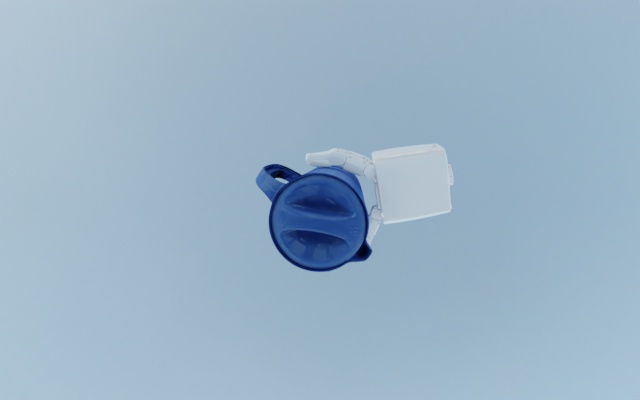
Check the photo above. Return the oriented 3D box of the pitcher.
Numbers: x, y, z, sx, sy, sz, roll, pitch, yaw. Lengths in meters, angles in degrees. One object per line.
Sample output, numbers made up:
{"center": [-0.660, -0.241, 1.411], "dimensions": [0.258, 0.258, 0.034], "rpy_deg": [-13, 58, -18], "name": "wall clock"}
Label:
{"center": [0.000, 0.002, 0.734], "dimensions": [0.145, 0.149, 0.242], "rpy_deg": [-10, 10, 7], "name": "pitcher"}
